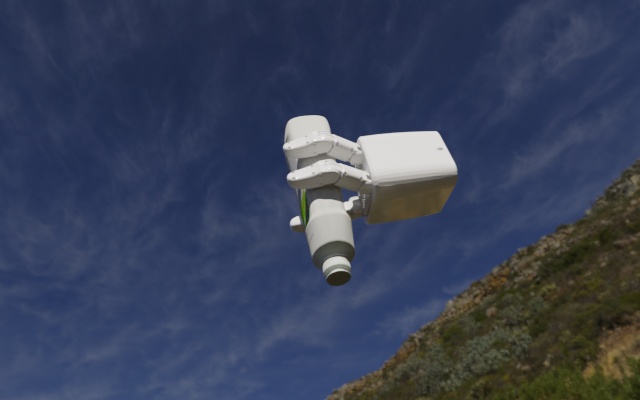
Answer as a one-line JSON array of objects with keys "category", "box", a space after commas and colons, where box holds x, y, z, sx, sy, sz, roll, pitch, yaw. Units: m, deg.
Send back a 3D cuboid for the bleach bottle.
[{"category": "bleach bottle", "box": [0.000, 0.002, 0.610, 0.068, 0.250, 0.103, -7, -44, -6]}]
